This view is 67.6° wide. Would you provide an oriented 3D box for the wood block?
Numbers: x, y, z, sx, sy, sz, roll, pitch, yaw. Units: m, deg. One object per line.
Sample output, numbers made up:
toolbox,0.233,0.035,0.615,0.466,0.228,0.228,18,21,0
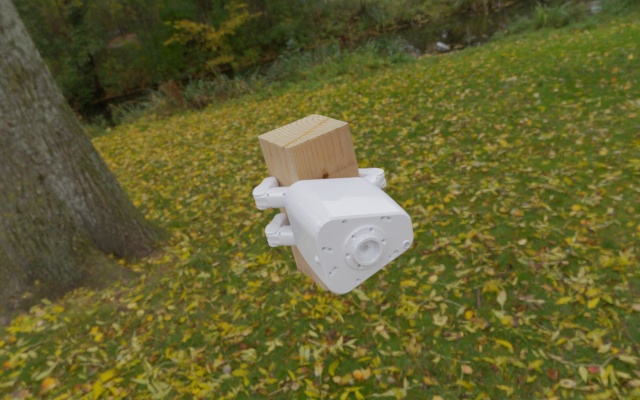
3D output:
wood block,0.001,0.002,0.638,0.091,0.206,0.090,-26,28,-23
